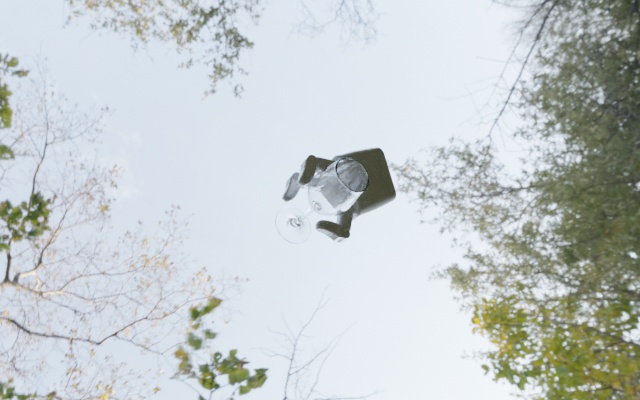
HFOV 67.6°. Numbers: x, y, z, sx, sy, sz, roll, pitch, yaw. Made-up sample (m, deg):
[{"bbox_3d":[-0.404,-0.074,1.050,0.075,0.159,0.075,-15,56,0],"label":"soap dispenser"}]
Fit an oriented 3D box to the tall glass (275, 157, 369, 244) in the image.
[{"bbox_3d":[0.000,0.003,0.809,0.079,0.079,0.201,0,-25,-34],"label":"tall glass"}]
